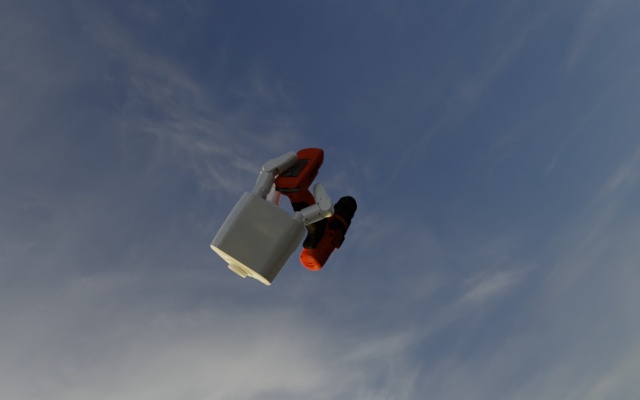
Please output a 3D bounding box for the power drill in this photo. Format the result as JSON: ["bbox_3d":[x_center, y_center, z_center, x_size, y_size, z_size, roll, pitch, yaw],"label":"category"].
[{"bbox_3d":[0.000,0.003,0.854,0.057,0.188,0.184,0,39,32],"label":"power drill"}]
